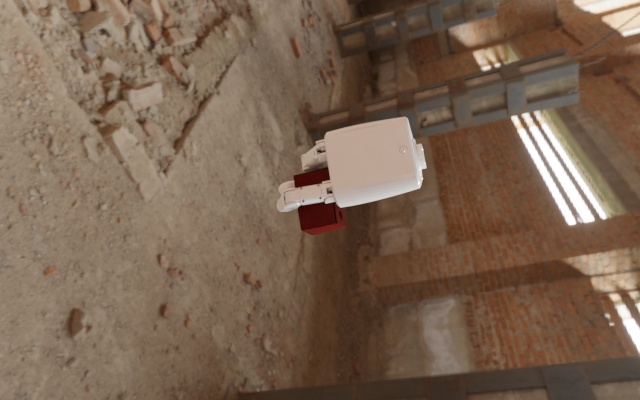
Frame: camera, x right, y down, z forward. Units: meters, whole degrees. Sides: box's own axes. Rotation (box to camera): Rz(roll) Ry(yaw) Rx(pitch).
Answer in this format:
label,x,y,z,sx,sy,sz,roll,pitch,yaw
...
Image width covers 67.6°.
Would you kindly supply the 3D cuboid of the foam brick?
label,x,y,z,sx,sy,sz,roll,pitch,yaw
foam brick,0.000,0.002,0.640,0.051,0.078,0.053,-11,-12,14
